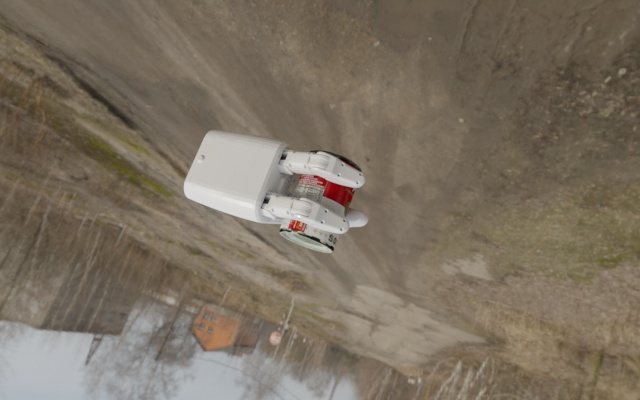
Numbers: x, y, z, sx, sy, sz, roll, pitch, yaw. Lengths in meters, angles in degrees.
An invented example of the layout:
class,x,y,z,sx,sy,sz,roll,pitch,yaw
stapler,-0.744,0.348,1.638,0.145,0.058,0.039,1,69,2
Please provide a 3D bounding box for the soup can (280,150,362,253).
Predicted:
class,x,y,z,sx,sy,sz,roll,pitch,yaw
soup can,0.000,0.002,0.555,0.068,0.102,0.068,19,-14,5
